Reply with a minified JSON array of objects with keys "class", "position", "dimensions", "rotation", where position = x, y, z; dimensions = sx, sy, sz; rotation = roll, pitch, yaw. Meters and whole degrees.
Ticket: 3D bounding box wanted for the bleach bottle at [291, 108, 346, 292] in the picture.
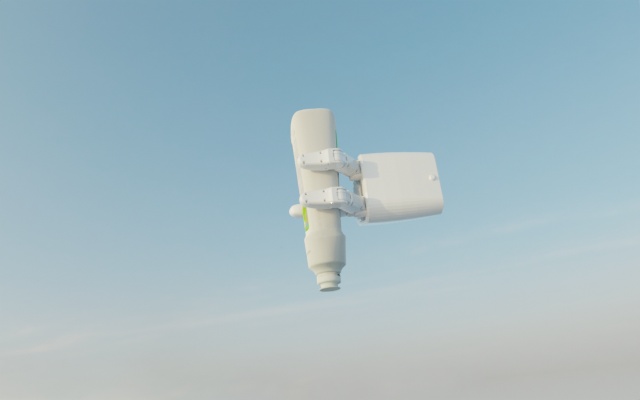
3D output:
[{"class":"bleach bottle","position":[0.000,0.002,0.667],"dimensions":[0.068,0.250,0.103],"rotation":[-4,-22,-3]}]
